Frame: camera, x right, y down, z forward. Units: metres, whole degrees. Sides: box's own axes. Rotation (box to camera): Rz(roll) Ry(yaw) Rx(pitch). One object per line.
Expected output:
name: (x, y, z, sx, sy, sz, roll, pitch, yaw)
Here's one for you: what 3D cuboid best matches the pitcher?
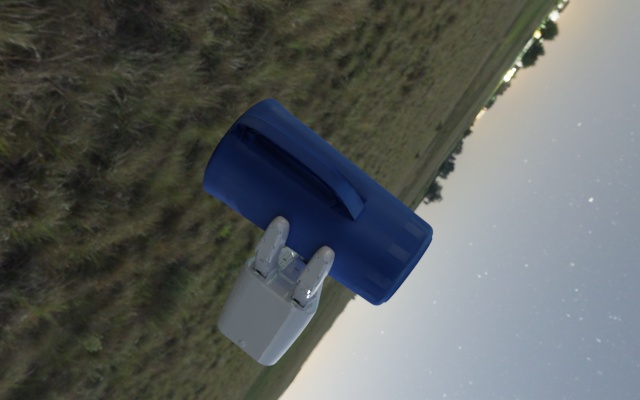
pitcher: (0.000, 0.002, 0.528, 0.243, 0.145, 0.149, 36, 26, 9)
